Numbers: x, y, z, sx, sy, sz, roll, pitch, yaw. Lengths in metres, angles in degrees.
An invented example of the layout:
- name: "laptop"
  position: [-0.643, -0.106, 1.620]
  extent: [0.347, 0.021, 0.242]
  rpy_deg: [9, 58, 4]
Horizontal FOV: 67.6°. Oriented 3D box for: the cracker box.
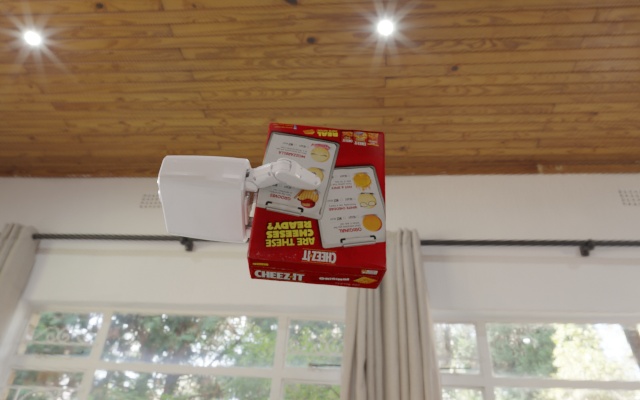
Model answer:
- name: "cracker box"
  position: [0.000, 0.002, 0.630]
  extent: [0.164, 0.213, 0.072]
  rpy_deg: [5, -33, -1]
